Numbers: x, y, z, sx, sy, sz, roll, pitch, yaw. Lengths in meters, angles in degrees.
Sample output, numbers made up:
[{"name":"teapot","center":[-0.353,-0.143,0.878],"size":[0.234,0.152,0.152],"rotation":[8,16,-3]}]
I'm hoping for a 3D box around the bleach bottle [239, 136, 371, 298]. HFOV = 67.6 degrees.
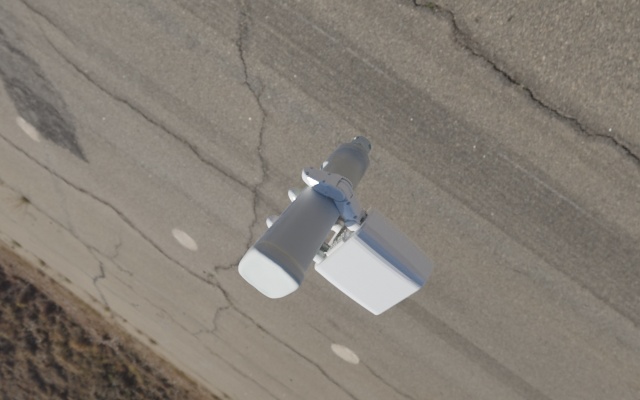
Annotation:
[{"name":"bleach bottle","center":[0.000,0.002,0.601],"size":[0.068,0.250,0.103],"rotation":[40,-32,-5]}]
